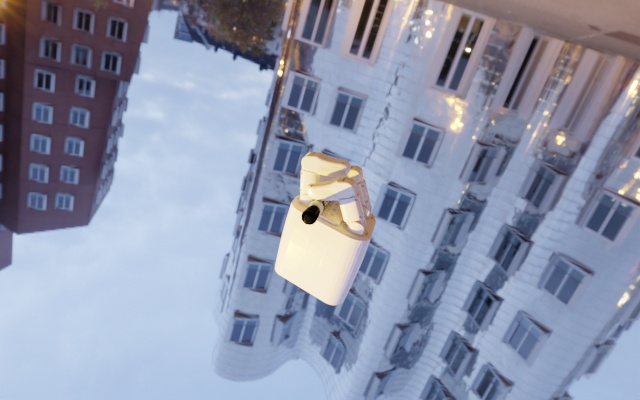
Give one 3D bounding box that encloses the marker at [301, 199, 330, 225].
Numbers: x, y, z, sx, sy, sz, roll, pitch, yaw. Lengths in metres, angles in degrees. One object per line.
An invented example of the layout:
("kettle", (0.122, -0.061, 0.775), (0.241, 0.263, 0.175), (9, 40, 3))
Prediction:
("marker", (0.000, 0.002, 0.597), (0.020, 0.020, 0.121), (0, 19, 15))
